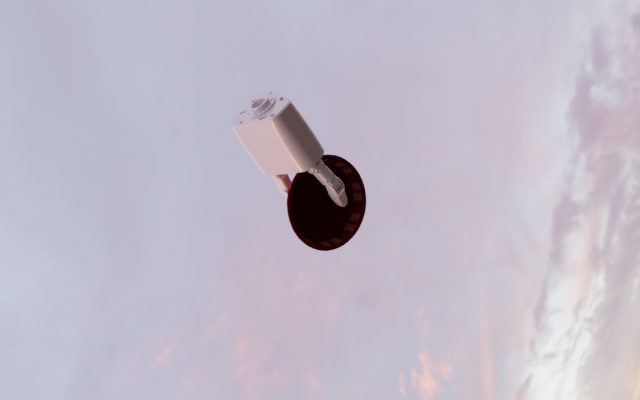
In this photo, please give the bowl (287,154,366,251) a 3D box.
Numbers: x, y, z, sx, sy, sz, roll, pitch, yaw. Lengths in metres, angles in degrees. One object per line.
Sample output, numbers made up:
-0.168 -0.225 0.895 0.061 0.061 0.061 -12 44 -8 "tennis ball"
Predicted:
0.000 0.004 0.818 0.162 0.162 0.055 0 3 -34 "bowl"
